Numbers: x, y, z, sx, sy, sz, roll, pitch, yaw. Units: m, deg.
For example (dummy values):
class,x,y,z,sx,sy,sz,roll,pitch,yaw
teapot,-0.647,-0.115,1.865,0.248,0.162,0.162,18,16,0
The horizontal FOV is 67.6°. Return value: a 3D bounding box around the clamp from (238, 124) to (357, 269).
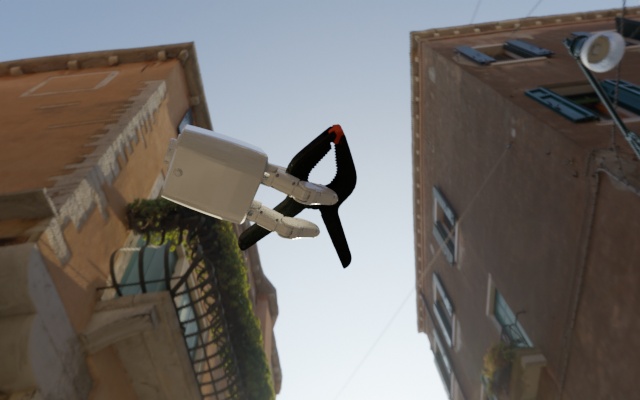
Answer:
class,x,y,z,sx,sy,sz,roll,pitch,yaw
clamp,0.000,0.001,0.640,0.164,0.210,0.036,18,25,-19
